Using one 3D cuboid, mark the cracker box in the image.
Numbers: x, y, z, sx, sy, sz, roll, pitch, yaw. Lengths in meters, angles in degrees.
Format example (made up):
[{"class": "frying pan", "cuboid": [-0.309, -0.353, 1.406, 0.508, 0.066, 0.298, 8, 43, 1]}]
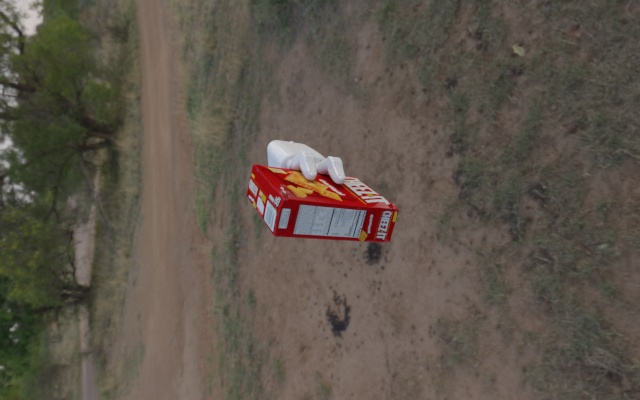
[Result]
[{"class": "cracker box", "cuboid": [0.000, 0.003, 0.818, 0.214, 0.072, 0.164, 5, 20, -26]}]
